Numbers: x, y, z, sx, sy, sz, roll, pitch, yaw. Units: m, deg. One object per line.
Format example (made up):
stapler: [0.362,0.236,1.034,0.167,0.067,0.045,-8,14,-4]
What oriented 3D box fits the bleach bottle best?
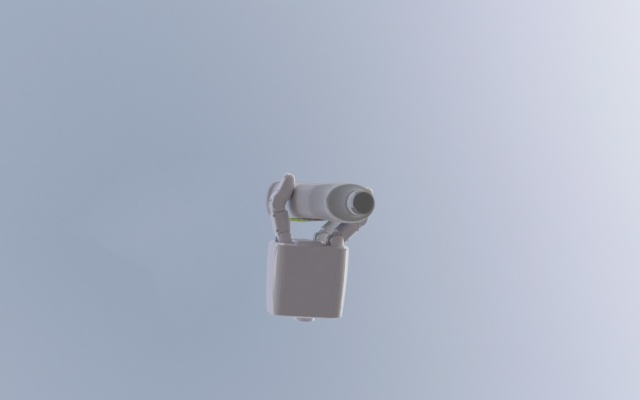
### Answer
bleach bottle: [0.000,0.002,0.700,0.102,0.068,0.251,4,-2,-21]
